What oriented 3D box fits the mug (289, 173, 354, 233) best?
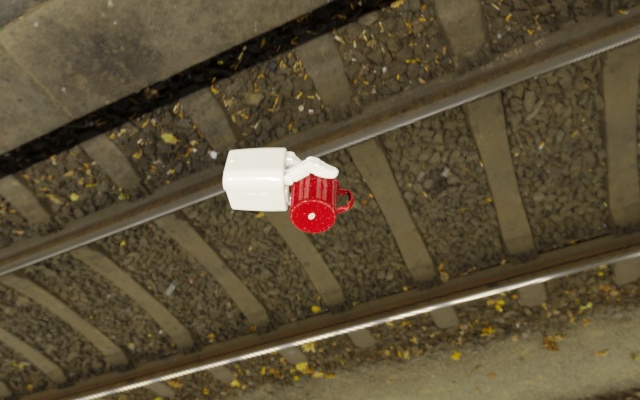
[{"bbox_3d":[0.002,0.003,0.842,0.117,0.093,0.081,-1,41,3],"label":"mug"}]
